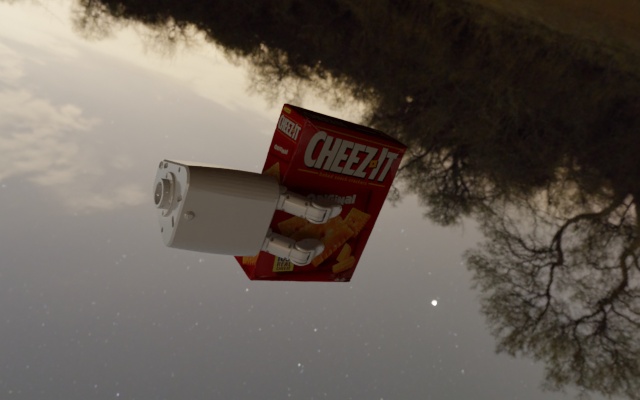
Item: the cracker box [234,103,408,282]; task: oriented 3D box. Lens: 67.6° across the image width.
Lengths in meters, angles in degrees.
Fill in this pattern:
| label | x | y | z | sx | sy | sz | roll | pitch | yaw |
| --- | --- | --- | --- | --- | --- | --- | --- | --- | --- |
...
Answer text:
| label | x | y | z | sx | sy | sz | roll | pitch | yaw |
| --- | --- | --- | --- | --- | --- | --- | --- | --- | --- |
| cracker box | 0.000 | 0.002 | 0.622 | 0.164 | 0.214 | 0.072 | 9 | 21 | -35 |
